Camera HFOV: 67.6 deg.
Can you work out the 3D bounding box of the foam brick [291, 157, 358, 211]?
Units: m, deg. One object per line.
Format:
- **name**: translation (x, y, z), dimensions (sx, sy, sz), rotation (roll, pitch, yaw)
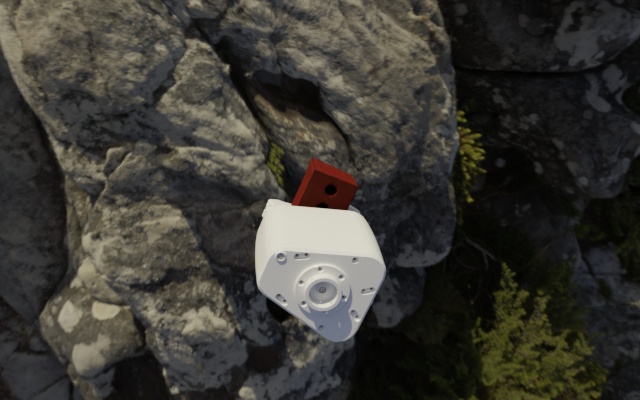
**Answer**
- **foam brick**: translation (0.000, 0.001, 0.529), dimensions (0.053, 0.078, 0.051), rotation (22, 14, -11)
